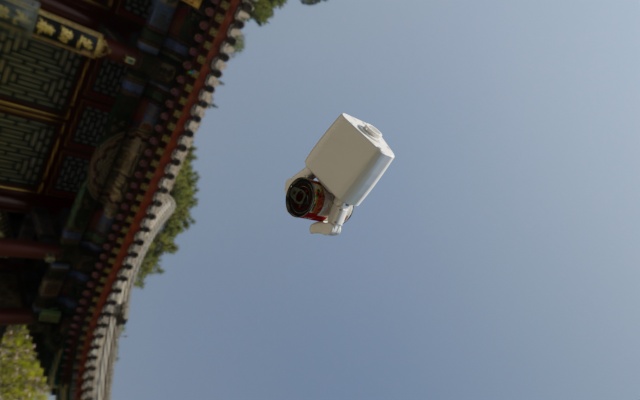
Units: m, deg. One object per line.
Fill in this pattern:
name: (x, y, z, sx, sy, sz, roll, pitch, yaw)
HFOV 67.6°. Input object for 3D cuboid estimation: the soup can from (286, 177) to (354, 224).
soup can: (0.000, 0.003, 0.816, 0.068, 0.068, 0.102, 0, -10, 44)
